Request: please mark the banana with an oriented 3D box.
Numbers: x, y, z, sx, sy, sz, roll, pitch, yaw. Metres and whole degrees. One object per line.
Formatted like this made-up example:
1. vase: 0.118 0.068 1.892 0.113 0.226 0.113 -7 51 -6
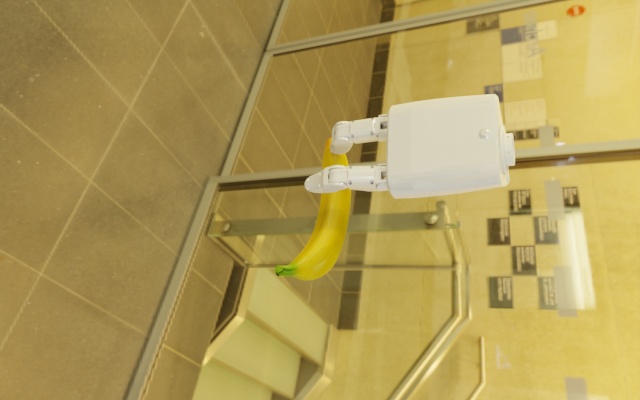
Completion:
1. banana: 0.007 0.016 0.549 0.037 0.197 0.070 -4 -41 29
